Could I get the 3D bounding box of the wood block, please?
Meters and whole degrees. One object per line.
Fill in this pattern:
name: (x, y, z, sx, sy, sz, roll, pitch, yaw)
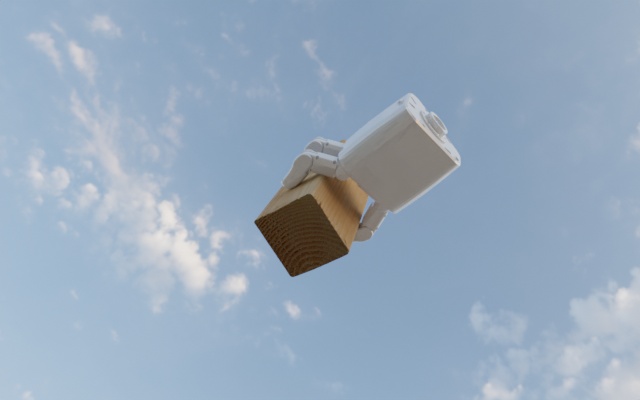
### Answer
wood block: (0.001, 0.002, 0.660, 0.090, 0.091, 0.206, -26, 15, 24)
